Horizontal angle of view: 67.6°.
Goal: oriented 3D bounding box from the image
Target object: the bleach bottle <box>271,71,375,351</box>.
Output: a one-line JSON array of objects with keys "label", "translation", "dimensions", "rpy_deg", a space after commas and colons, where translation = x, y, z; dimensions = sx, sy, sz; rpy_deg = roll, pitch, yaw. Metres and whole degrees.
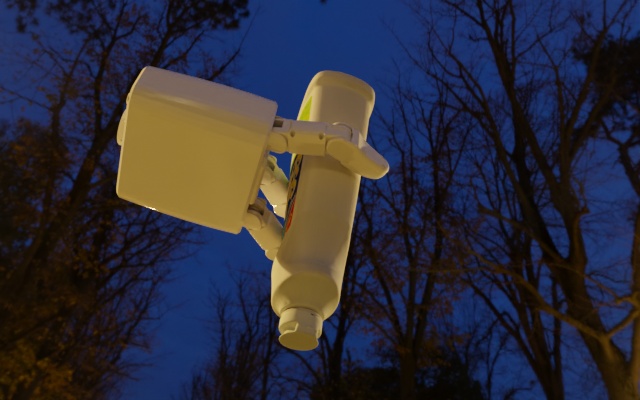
[{"label": "bleach bottle", "translation": [0.000, 0.001, 0.412], "dimensions": [0.068, 0.250, 0.103], "rpy_deg": [16, -42, -9]}]
